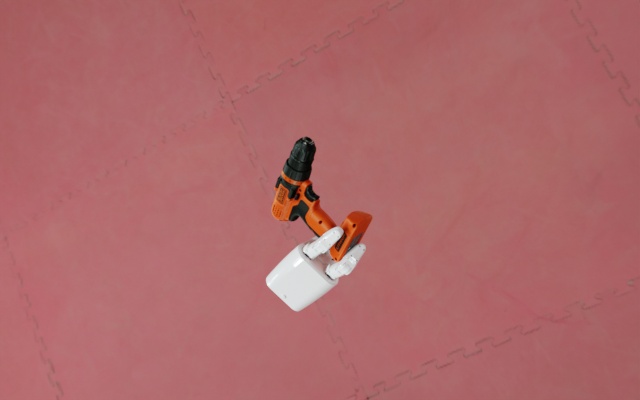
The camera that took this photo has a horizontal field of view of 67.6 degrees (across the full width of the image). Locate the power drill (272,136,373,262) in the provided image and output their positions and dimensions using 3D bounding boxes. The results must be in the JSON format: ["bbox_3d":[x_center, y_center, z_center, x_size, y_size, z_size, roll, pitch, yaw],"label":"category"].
[{"bbox_3d":[0.000,0.003,0.846,0.187,0.185,0.057,41,43,22],"label":"power drill"}]
